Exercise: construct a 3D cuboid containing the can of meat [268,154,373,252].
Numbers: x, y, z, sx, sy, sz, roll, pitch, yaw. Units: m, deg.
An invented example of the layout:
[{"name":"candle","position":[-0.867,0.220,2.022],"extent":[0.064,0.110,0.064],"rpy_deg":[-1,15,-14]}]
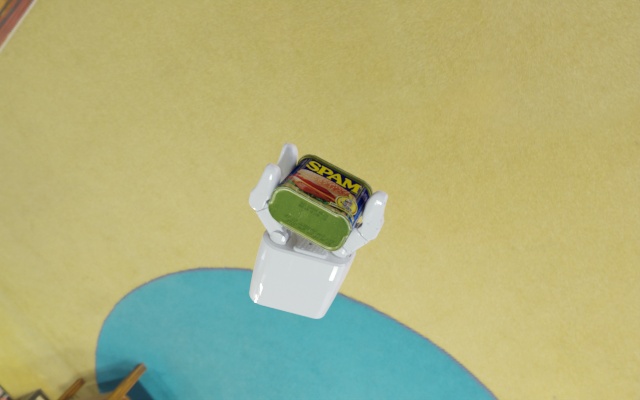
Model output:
[{"name":"can of meat","position":[0.000,0.002,0.551],"extent":[0.102,0.057,0.084],"rpy_deg":[28,35,6]}]
